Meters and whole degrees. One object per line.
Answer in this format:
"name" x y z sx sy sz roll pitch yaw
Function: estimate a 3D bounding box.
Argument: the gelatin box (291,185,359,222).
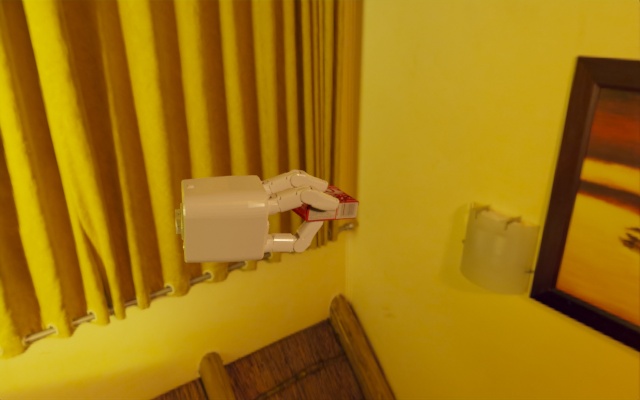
"gelatin box" 0.000 0.003 0.704 0.089 0.030 0.073 -2 22 -31
